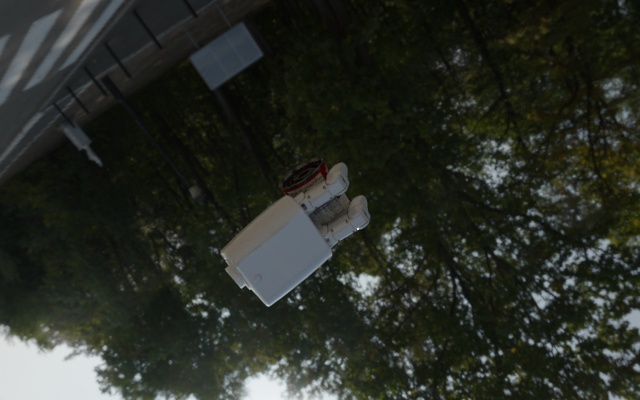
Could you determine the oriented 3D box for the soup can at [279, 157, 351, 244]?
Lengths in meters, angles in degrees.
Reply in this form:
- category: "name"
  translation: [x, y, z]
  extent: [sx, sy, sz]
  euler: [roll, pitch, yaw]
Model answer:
- category: "soup can"
  translation: [0.001, 0.002, 0.639]
  extent: [0.068, 0.102, 0.068]
  euler: [-29, 21, 13]
